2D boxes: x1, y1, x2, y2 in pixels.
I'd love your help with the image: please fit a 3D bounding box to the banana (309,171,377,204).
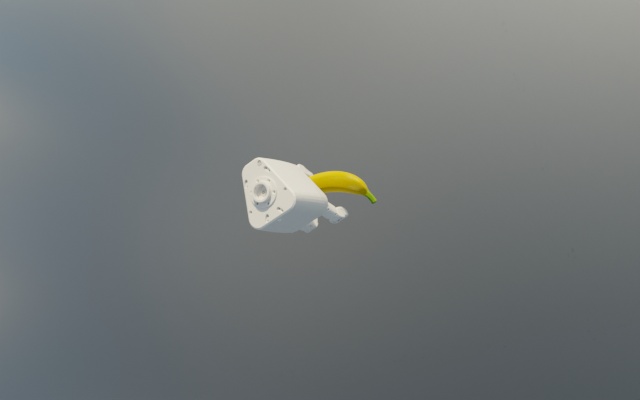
[{"bbox_3d":[0.001,-0.016,0.877,0.198,0.069,0.037,-7,4,23],"label":"banana"}]
